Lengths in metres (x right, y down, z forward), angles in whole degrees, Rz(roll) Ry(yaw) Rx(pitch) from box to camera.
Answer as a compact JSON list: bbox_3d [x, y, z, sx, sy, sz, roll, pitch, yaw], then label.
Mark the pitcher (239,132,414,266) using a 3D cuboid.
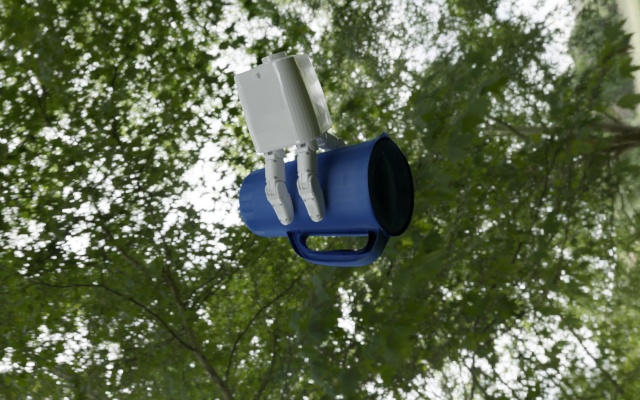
[{"bbox_3d":[0.000,0.002,0.686,0.243,0.145,0.149,-7,19,35],"label":"pitcher"}]
